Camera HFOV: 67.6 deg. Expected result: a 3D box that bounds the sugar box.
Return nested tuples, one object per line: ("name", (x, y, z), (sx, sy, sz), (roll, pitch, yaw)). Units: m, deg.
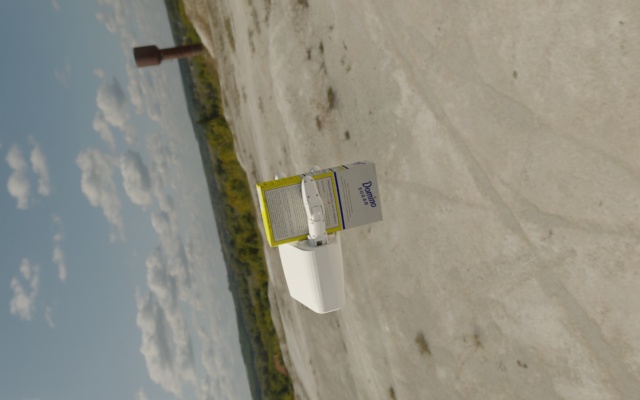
("sugar box", (0.000, 0.002, 0.717), (0.176, 0.093, 0.048), (-13, 15, -13))
